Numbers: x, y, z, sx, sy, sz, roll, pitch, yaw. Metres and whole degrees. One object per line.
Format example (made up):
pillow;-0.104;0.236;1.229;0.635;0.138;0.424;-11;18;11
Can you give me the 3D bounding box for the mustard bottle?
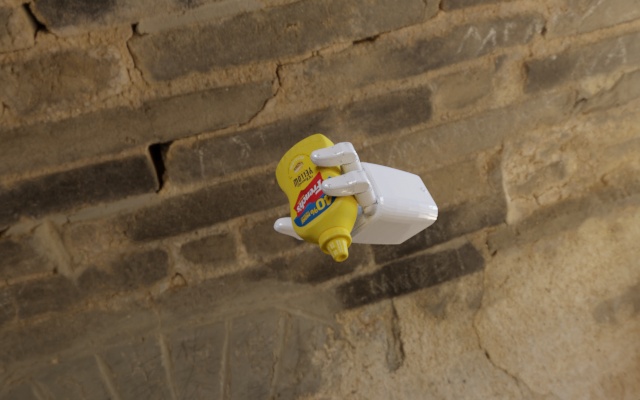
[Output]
mustard bottle;0.000;0.002;0.645;0.096;0.191;0.058;-37;-43;19
